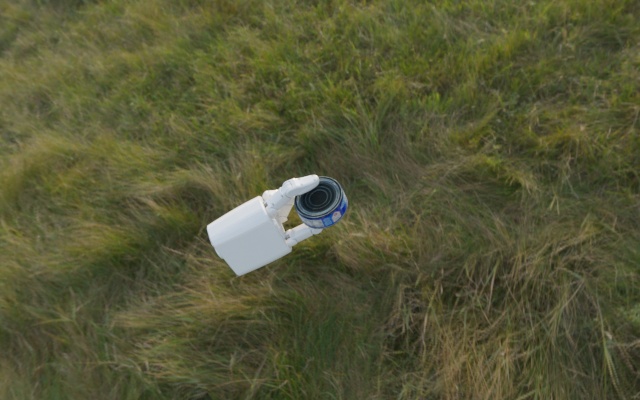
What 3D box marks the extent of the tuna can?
[{"bbox_3d":[0.000,0.002,0.793,0.086,0.086,0.034,0,-34,19],"label":"tuna can"}]
